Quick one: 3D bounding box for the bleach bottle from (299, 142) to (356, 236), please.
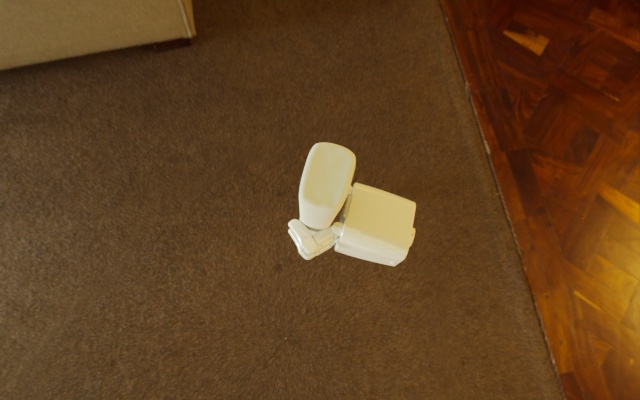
[{"bbox_3d":[0.000,0.003,0.766,0.068,0.102,0.251,17,-17,1],"label":"bleach bottle"}]
